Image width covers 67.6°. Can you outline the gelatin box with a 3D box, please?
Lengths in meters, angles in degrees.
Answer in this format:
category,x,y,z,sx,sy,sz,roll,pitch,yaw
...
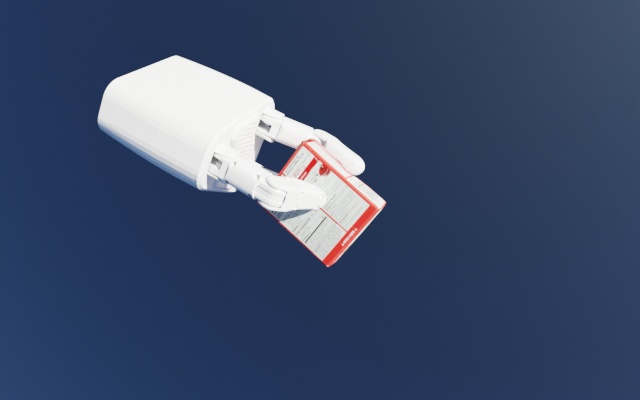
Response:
category,x,y,z,sx,sy,sz,roll,pitch,yaw
gelatin box,0.000,0.002,0.420,0.089,0.073,0.030,42,23,8
